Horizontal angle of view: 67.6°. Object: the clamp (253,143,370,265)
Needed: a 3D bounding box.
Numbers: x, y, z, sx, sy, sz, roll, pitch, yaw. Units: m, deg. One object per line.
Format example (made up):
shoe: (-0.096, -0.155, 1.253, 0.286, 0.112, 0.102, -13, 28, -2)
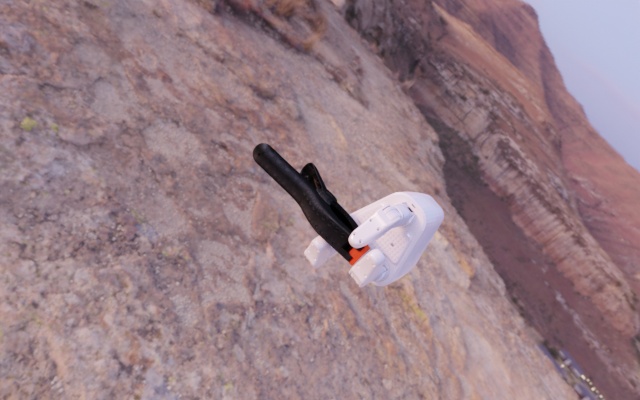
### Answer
clamp: (0.001, 0.002, 0.565, 0.039, 0.171, 0.120, -46, -18, 22)
